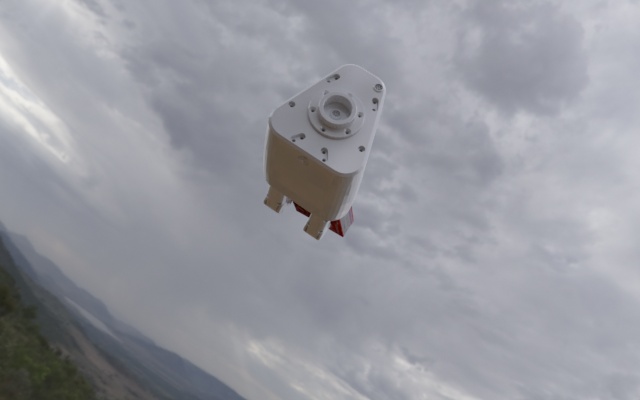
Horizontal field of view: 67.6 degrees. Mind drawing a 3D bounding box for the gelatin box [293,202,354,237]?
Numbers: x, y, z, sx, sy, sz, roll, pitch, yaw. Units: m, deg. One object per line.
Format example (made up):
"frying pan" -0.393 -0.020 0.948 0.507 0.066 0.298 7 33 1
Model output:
"gelatin box" 0.000 0.002 0.574 0.073 0.030 0.089 29 -18 19
